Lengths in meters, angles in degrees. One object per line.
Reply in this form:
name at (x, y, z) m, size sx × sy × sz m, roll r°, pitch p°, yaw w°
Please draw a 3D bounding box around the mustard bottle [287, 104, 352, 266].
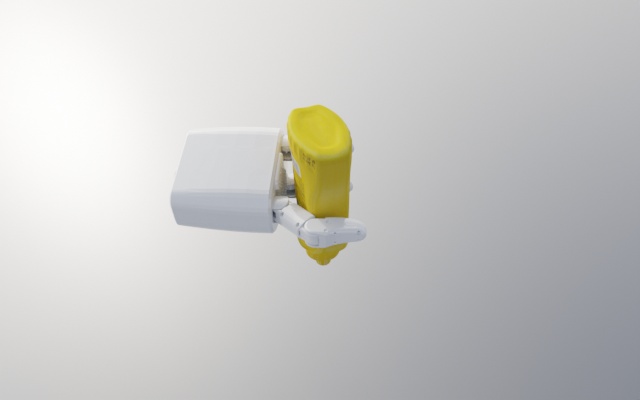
mustard bottle at (0.000, 0.001, 0.515) m, size 0.058 × 0.192 × 0.096 m, roll -14°, pitch 43°, yaw -13°
